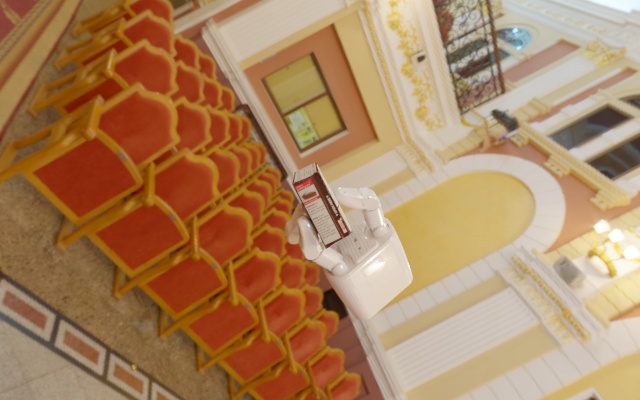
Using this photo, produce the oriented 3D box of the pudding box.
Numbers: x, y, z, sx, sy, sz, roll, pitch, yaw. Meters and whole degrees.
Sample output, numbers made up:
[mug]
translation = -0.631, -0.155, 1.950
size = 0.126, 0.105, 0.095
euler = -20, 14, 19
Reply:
[pudding box]
translation = 0.000, 0.002, 0.609
size = 0.039, 0.090, 0.113
euler = -28, 9, 1
